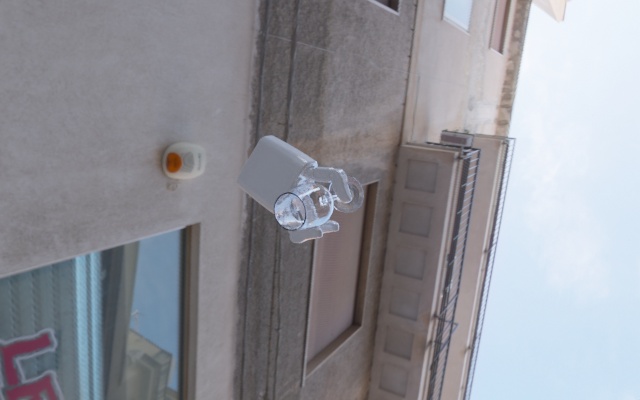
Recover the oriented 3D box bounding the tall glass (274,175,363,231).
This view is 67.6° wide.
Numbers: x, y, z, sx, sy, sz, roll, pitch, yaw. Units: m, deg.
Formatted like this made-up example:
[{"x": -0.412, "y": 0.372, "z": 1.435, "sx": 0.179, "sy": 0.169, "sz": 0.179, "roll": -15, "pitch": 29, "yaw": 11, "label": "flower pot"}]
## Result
[{"x": 0.001, "y": 0.003, "z": 0.836, "sx": 0.079, "sy": 0.079, "sz": 0.201, "roll": 0, "pitch": 9, "yaw": 30, "label": "tall glass"}]
